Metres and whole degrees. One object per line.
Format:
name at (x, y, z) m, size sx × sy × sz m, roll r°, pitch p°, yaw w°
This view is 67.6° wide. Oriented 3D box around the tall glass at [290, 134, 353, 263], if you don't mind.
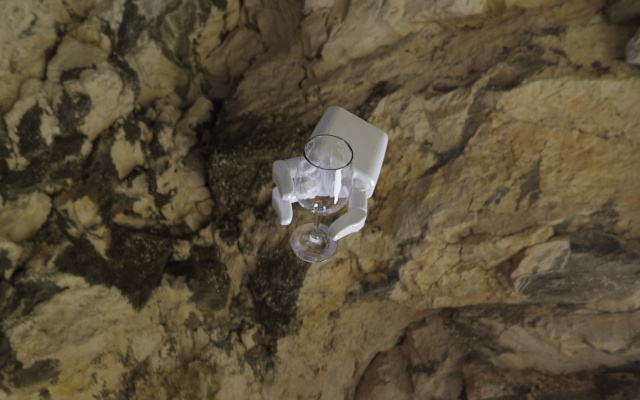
tall glass at (0.000, 0.003, 0.660) m, size 0.079 × 0.079 × 0.201 m, roll 0°, pitch -38°, yaw -7°
